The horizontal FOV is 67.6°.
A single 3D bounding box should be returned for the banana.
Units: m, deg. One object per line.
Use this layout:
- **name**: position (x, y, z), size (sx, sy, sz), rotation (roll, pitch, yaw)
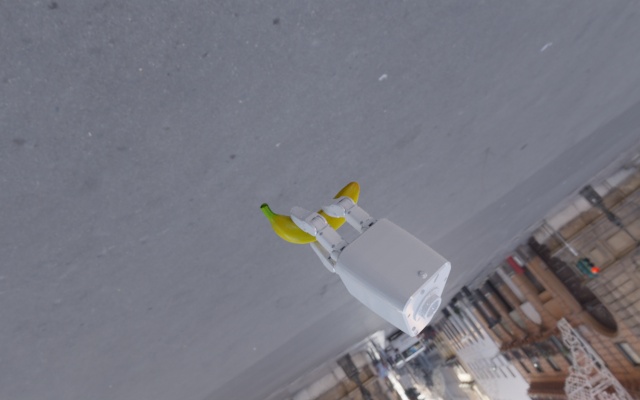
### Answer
- **banana**: position (-0.001, 0.021, 0.695), size (0.037, 0.069, 0.198), rotation (7, 15, 41)
